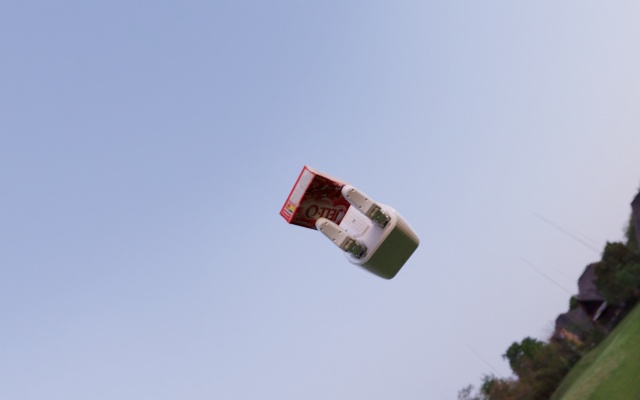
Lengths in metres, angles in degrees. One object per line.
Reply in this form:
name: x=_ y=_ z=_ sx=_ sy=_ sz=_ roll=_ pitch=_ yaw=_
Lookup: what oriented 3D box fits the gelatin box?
gelatin box: x=0.000 y=0.002 z=0.626 sx=0.089 sy=0.073 sz=0.030 roll=18 pitch=15 yaw=-44
